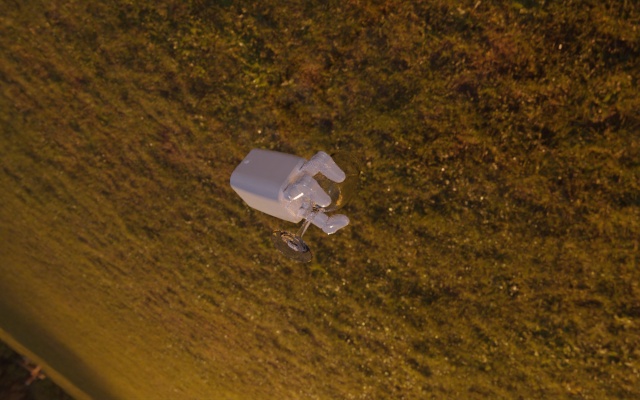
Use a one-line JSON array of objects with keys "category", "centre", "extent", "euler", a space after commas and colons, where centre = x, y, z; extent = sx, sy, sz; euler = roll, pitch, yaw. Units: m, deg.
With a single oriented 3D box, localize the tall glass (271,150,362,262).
[{"category": "tall glass", "centre": [0.000, 0.003, 0.795], "extent": [0.079, 0.079, 0.201], "euler": [0, 44, 40]}]
